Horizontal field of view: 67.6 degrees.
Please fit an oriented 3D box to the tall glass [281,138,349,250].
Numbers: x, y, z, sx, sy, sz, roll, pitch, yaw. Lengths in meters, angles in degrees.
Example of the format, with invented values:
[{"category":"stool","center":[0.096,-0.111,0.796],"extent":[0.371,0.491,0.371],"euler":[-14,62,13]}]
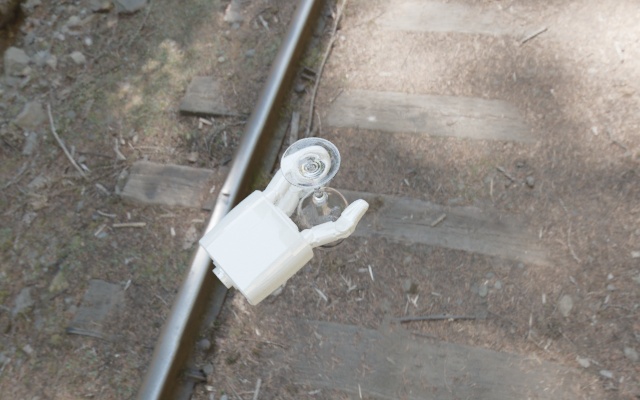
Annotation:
[{"category":"tall glass","center":[0.000,0.002,0.666],"extent":[0.079,0.079,0.201],"euler":[0,-29,9]}]
